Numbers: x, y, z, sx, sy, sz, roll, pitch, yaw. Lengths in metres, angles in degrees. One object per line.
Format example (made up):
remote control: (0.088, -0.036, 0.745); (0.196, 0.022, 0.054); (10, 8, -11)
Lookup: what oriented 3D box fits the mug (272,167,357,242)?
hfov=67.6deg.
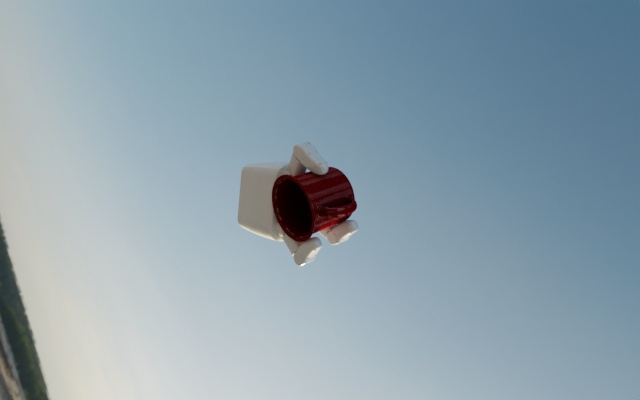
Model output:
mug: (0.001, 0.002, 0.645); (0.081, 0.093, 0.117); (-19, 19, -36)
